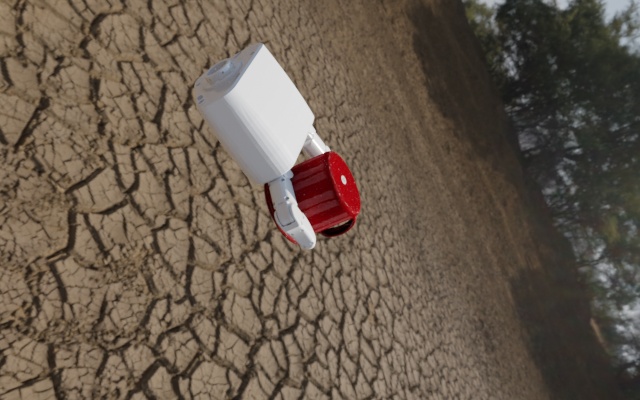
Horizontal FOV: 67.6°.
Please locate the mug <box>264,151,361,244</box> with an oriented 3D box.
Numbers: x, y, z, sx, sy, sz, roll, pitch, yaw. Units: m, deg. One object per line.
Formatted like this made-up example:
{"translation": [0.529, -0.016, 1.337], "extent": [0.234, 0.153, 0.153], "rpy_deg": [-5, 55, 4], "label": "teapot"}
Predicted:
{"translation": [0.001, 0.003, 0.561], "extent": [0.081, 0.093, 0.117], "rpy_deg": [-23, -53, 20], "label": "mug"}
